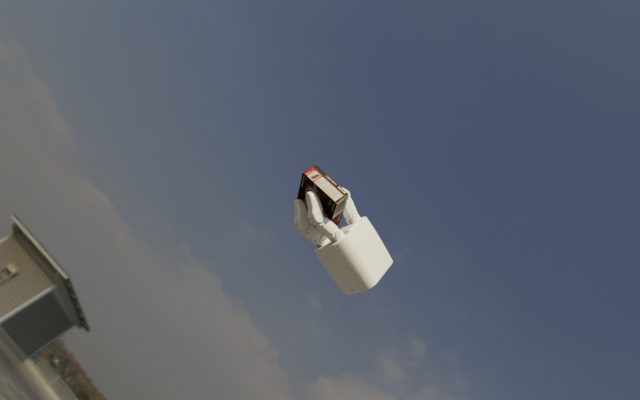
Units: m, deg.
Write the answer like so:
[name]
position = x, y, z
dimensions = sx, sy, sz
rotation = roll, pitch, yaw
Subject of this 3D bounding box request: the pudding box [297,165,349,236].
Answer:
[pudding box]
position = 0.000, 0.003, 0.889
dimensions = 0.039, 0.090, 0.114
rotation = -34, -24, -34
